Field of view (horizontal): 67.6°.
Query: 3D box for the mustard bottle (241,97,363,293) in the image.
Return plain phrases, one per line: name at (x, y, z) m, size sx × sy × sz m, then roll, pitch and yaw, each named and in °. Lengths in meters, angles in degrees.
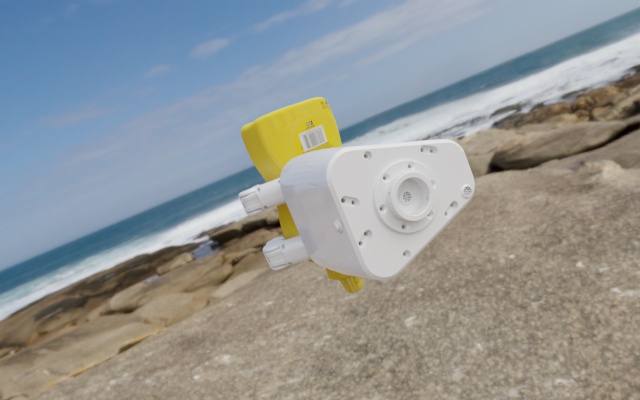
mustard bottle at (0.000, 0.001, 0.469) m, size 0.058 × 0.191 × 0.096 m, roll -15°, pitch 11°, yaw 47°
